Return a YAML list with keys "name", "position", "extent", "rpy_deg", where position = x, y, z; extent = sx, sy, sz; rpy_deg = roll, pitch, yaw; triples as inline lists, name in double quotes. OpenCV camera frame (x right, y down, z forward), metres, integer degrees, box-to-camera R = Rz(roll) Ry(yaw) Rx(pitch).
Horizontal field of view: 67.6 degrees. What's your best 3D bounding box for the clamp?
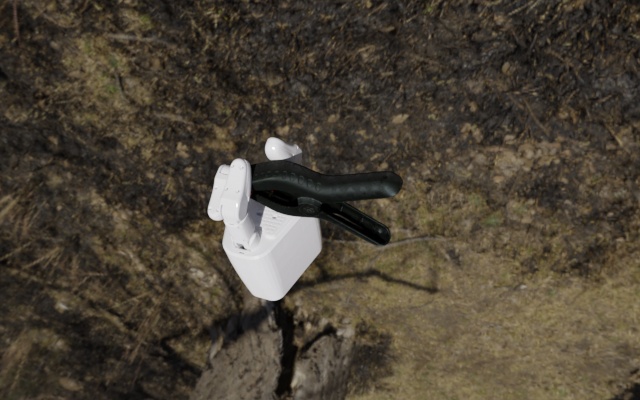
- name: "clamp"
  position: [0.000, 0.002, 0.488]
  extent: [0.171, 0.039, 0.120]
  rpy_deg: [11, -36, 18]
